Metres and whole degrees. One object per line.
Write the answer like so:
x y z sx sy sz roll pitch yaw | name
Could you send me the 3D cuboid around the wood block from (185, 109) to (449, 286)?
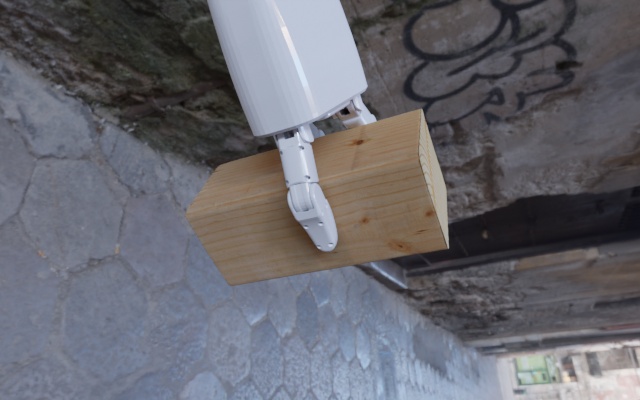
0.000 0.001 0.428 0.206 0.090 0.090 -13 30 21 | wood block
